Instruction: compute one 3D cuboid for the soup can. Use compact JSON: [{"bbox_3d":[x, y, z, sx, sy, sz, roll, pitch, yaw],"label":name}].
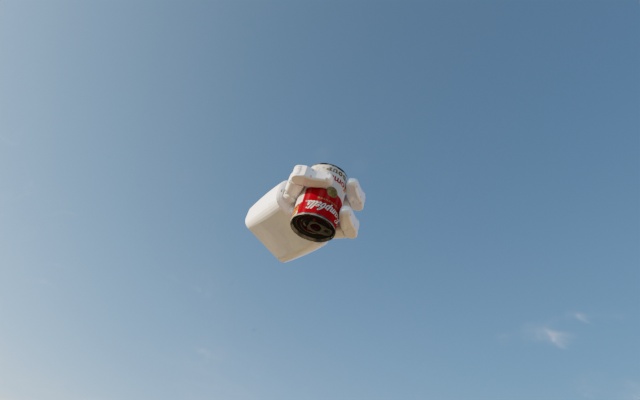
[{"bbox_3d":[0.000,0.002,0.716,0.068,0.102,0.069,10,-38,8],"label":"soup can"}]
